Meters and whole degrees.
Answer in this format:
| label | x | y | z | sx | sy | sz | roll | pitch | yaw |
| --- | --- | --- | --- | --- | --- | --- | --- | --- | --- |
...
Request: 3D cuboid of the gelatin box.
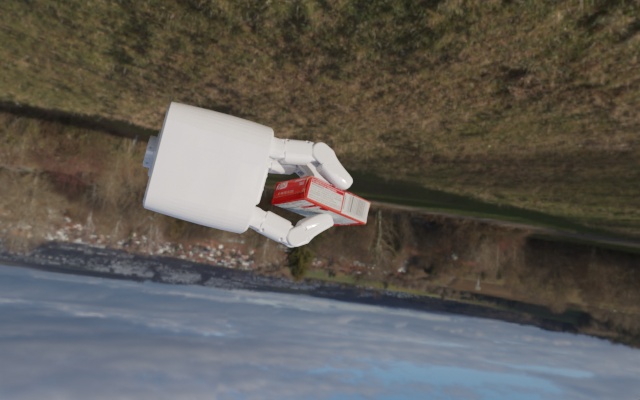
| label | x | y | z | sx | sy | sz | roll | pitch | yaw |
| --- | --- | --- | --- | --- | --- | --- | --- | --- | --- |
| gelatin box | 0.000 | 0.002 | 0.547 | 0.089 | 0.030 | 0.073 | 23 | -16 | -30 |
